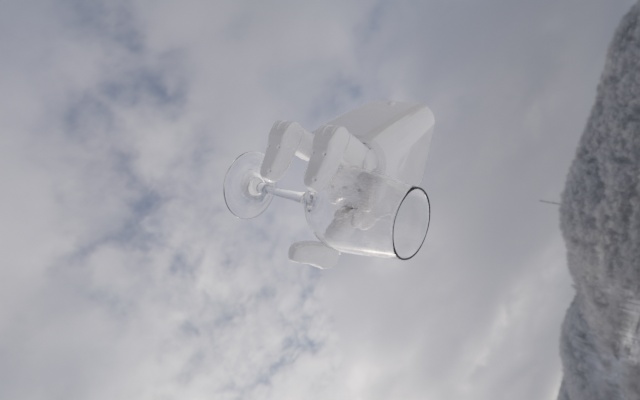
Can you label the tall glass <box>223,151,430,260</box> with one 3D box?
[{"bbox_3d":[-0.001,0.001,0.453,0.201,0.079,0.079,14,9,39],"label":"tall glass"}]
